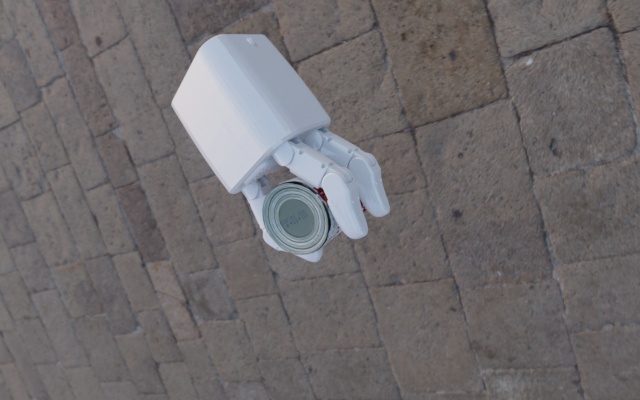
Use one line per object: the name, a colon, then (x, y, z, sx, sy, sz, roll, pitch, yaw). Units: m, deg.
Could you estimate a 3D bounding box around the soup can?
soup can: (0.000, 0.002, 0.447, 0.068, 0.068, 0.102, 0, 17, 27)
